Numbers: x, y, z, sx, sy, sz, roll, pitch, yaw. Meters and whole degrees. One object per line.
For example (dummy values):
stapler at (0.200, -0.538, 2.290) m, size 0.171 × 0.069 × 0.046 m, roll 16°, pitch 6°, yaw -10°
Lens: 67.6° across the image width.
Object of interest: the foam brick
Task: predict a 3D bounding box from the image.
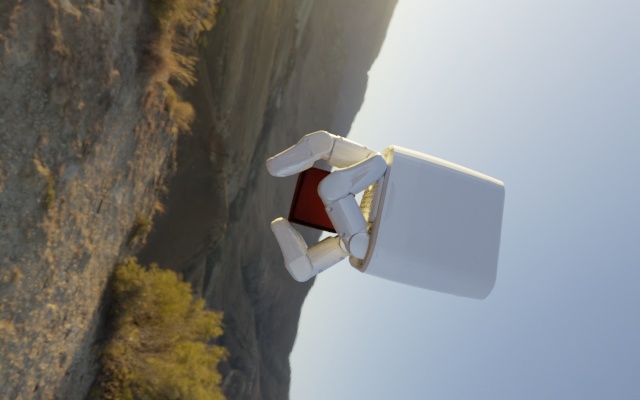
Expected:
foam brick at (0.000, 0.001, 0.453) m, size 0.051 × 0.053 × 0.078 m, roll 14°, pitch -3°, yaw -5°
